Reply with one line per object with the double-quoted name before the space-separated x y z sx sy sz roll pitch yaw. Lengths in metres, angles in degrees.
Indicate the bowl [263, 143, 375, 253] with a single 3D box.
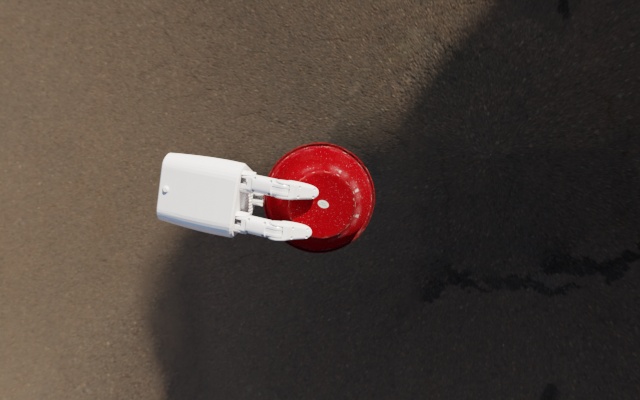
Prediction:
"bowl" 0.001 0.002 0.663 0.162 0.162 0.055 0 10 -4
